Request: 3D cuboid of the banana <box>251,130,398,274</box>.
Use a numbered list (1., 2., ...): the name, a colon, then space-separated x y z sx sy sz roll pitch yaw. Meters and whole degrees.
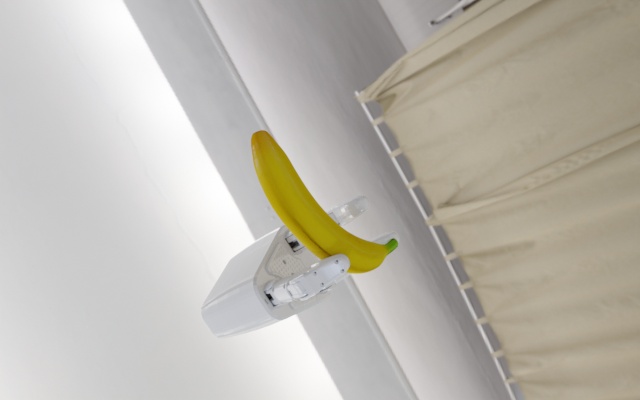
1. banana: -0.001 0.017 0.463 0.198 0.069 0.037 41 -48 -24
